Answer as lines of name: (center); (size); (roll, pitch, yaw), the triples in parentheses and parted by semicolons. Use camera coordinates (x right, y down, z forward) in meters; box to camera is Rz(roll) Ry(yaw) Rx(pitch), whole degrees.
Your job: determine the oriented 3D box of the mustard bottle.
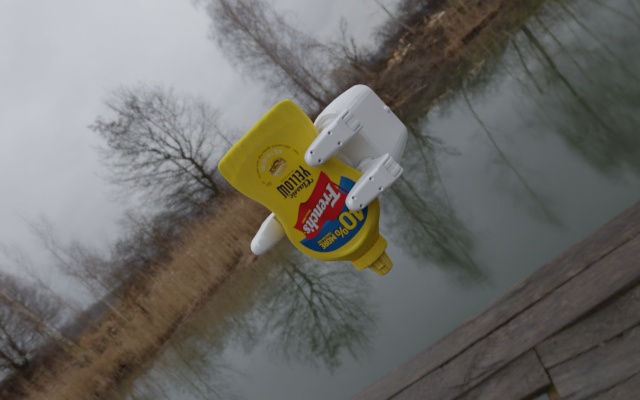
mustard bottle: (0.000, 0.001, 0.465); (0.096, 0.191, 0.058); (-43, 8, 10)
